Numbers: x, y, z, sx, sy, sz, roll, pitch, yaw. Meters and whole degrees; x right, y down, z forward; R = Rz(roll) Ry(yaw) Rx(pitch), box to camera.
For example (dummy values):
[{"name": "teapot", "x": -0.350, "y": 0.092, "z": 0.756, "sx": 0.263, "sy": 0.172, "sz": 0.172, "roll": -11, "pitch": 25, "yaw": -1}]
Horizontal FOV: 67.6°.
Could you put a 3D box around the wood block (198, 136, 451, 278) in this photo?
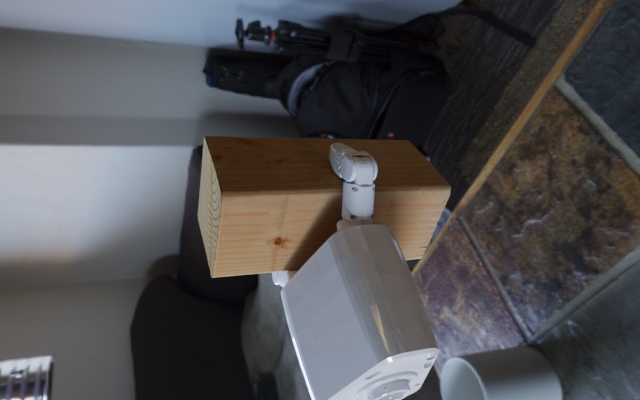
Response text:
[{"name": "wood block", "x": 0.000, "y": 0.001, "z": 0.441, "sx": 0.206, "sy": 0.091, "sz": 0.090, "roll": -2, "pitch": 37, "yaw": -23}]
